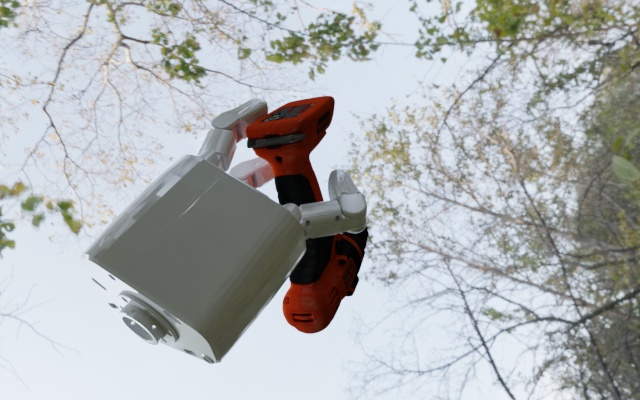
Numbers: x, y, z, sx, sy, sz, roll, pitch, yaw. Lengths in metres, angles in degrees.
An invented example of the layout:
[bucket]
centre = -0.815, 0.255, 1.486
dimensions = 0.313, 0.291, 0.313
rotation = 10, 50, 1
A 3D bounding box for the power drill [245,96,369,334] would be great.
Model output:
[power drill]
centre = 0.000, 0.001, 0.452
dimensions = 0.057, 0.188, 0.184
rotation = -7, 20, 20
